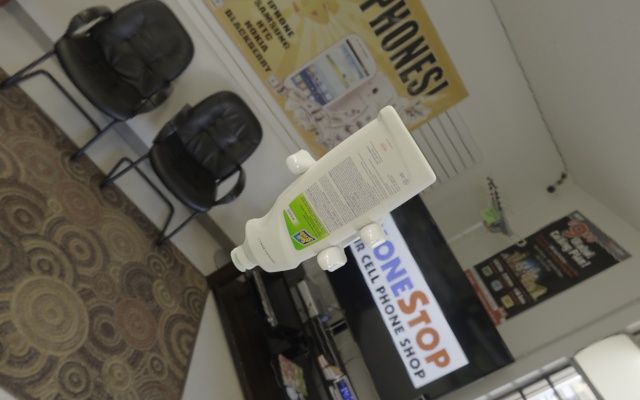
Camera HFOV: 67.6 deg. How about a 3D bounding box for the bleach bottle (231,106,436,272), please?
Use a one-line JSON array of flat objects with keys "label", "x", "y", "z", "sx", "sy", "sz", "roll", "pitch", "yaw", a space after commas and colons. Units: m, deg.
[{"label": "bleach bottle", "x": 0.000, "y": 0.002, "z": 0.552, "sx": 0.251, "sy": 0.102, "sz": 0.068, "roll": -32, "pitch": -2, "yaw": 12}]
